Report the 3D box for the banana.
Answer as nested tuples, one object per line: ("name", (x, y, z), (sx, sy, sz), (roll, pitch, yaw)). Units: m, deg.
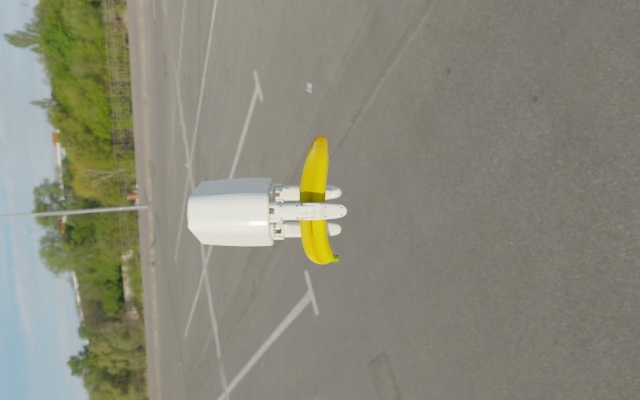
("banana", (-0.006, 0.013, 0.663), (0.037, 0.198, 0.069), (4, 24, 19))
